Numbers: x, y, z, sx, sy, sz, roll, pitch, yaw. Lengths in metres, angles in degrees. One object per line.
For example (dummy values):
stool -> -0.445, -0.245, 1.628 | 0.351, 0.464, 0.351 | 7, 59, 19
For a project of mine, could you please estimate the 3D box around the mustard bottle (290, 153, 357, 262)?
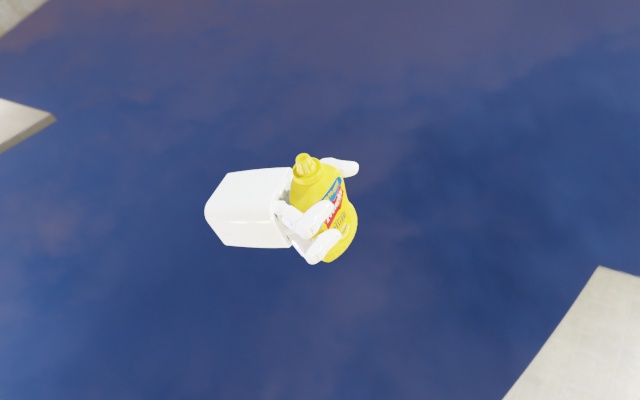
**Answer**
mustard bottle -> 0.000, 0.002, 0.691 | 0.058, 0.096, 0.192 | 21, -28, 31
